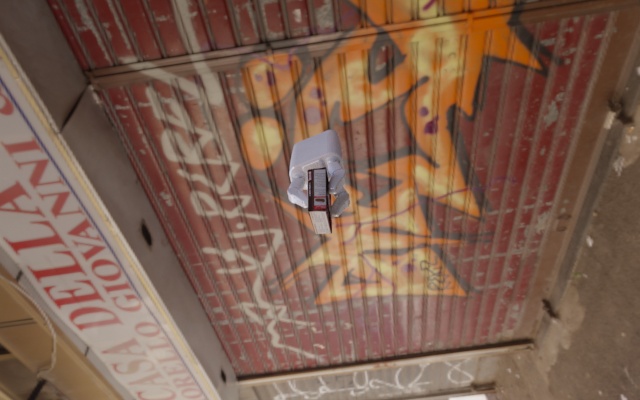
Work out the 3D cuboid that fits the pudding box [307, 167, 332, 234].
[{"bbox_3d":[0.000,0.003,0.900,0.039,0.090,0.113,-5,-25,7],"label":"pudding box"}]
